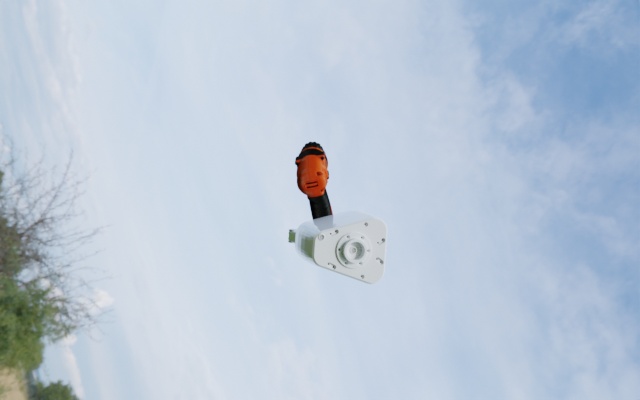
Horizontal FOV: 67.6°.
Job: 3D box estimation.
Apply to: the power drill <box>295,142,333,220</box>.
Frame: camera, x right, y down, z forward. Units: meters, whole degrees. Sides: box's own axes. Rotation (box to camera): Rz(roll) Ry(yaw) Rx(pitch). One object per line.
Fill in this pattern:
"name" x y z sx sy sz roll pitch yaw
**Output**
"power drill" 0.000 0.003 0.812 0.057 0.188 0.184 -12 22 7
